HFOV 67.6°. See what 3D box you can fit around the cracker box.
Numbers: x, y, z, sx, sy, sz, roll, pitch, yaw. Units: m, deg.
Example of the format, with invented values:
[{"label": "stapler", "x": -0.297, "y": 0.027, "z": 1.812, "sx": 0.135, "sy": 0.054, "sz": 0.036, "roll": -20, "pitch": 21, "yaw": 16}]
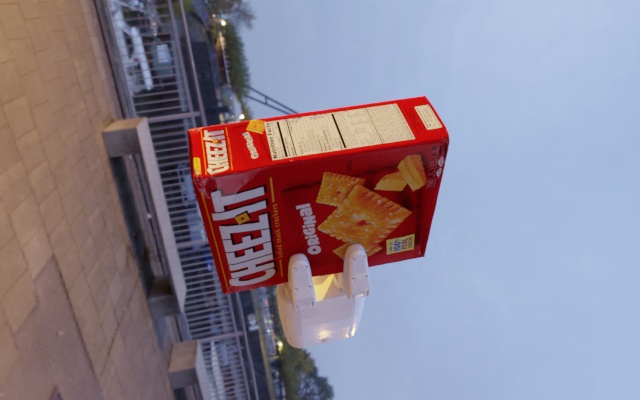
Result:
[{"label": "cracker box", "x": 0.000, "y": 0.001, "z": 0.448, "sx": 0.213, "sy": 0.072, "sz": 0.164, "roll": -10, "pitch": -43, "yaw": -9}]
